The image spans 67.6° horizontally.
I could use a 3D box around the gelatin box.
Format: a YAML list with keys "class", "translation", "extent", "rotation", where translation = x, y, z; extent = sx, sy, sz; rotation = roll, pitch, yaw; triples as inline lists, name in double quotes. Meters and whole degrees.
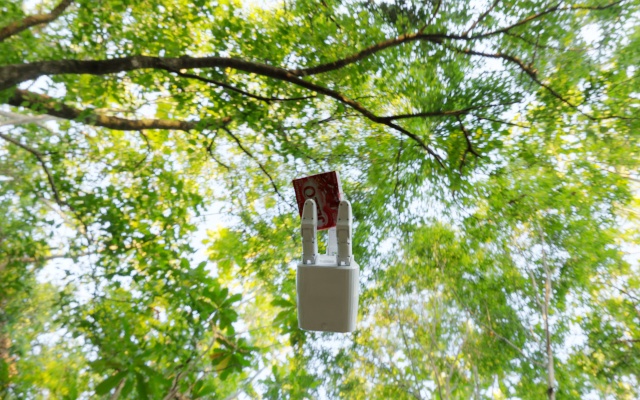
- class: "gelatin box"
  translation: [0.000, 0.002, 0.761]
  extent: [0.073, 0.089, 0.030]
  rotation: [-12, -3, 12]
